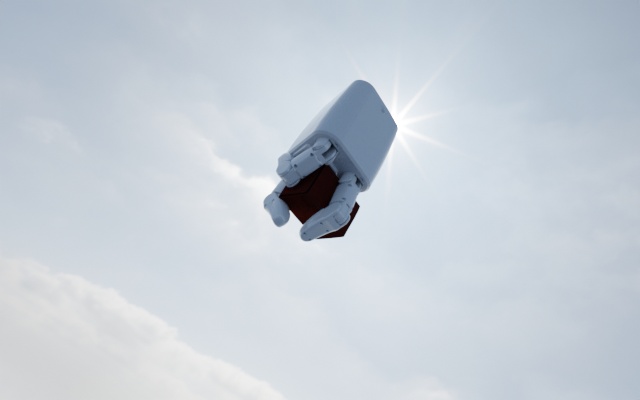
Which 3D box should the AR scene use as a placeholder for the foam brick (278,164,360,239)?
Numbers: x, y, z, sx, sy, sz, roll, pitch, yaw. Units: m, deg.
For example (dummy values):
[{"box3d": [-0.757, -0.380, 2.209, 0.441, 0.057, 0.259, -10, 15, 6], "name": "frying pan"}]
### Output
[{"box3d": [0.000, 0.002, 0.571, 0.053, 0.051, 0.078, -7, -48, 45], "name": "foam brick"}]
